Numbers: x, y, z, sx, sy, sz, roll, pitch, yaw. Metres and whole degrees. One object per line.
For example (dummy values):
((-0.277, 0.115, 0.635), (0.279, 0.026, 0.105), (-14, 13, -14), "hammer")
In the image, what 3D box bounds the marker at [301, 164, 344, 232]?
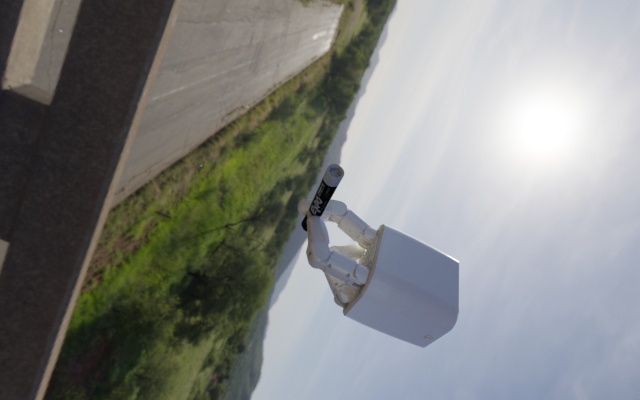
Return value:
((0.000, 0.002, 0.530), (0.020, 0.020, 0.121), (0, -31, -18), "marker")
